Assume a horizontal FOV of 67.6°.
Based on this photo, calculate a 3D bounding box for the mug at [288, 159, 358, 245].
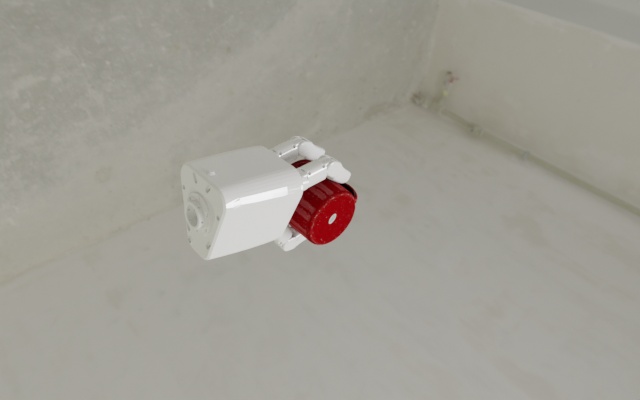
[{"bbox_3d":[0.001,0.002,0.637,0.117,0.093,0.081,-18,43,-39],"label":"mug"}]
